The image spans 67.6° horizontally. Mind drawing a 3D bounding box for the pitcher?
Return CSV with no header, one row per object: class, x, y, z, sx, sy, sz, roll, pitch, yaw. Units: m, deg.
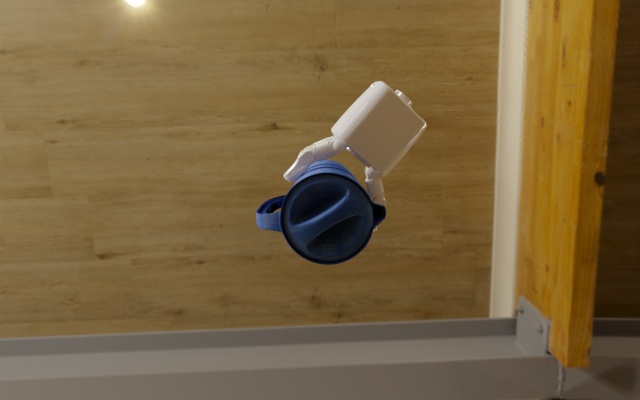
pitcher,0.000,0.002,0.774,0.149,0.145,0.242,38,10,-7
